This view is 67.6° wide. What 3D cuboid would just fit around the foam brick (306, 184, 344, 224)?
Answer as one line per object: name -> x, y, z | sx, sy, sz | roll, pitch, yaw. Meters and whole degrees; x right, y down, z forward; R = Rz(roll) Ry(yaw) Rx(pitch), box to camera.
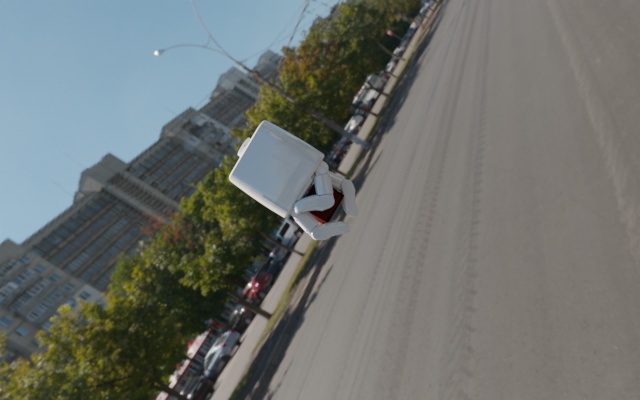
foam brick -> 0.000, 0.003, 0.771 | 0.051, 0.053, 0.078 | 31, -7, -2
